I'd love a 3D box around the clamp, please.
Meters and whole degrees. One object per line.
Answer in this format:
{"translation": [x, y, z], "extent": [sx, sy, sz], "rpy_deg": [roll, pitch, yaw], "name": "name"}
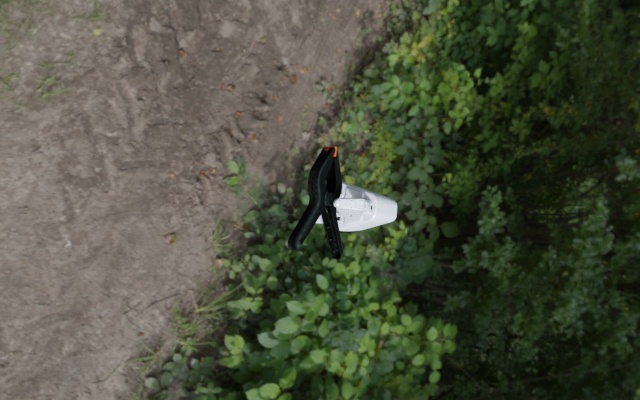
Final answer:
{"translation": [0.001, 0.002, 0.862], "extent": [0.036, 0.210, 0.164], "rpy_deg": [2, -4, 31], "name": "clamp"}
